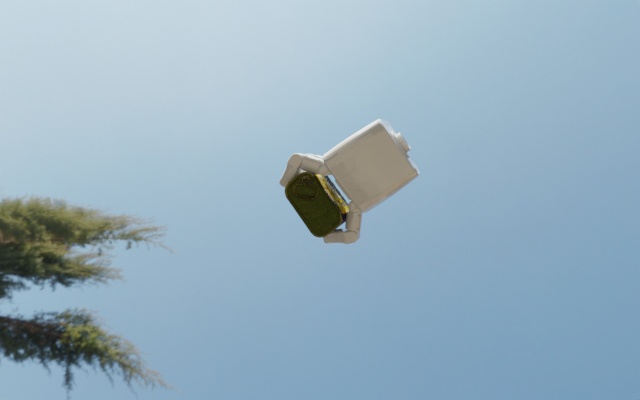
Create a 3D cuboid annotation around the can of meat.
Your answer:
[{"bbox_3d":[0.000,0.003,0.766,0.057,0.102,0.084,-37,-6,18],"label":"can of meat"}]
